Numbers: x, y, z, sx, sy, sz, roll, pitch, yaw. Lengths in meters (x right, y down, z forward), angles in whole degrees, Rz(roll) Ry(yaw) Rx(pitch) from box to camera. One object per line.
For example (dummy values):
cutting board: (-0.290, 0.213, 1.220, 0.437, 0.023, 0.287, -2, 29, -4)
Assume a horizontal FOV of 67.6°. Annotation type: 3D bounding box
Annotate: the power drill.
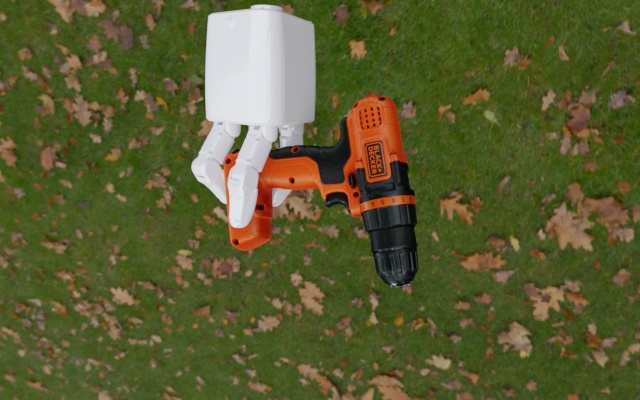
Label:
power drill: (0.000, 0.001, 0.480, 0.187, 0.184, 0.057, -10, -10, 17)
